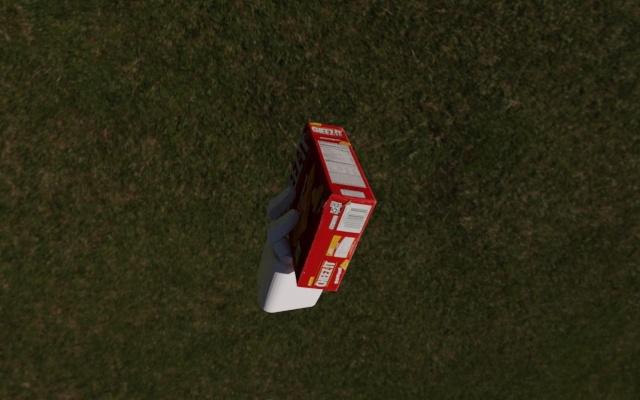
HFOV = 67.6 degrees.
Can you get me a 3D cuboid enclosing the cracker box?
[{"bbox_3d":[0.000,0.002,0.723,0.072,0.164,0.213,9,32,-18],"label":"cracker box"}]
